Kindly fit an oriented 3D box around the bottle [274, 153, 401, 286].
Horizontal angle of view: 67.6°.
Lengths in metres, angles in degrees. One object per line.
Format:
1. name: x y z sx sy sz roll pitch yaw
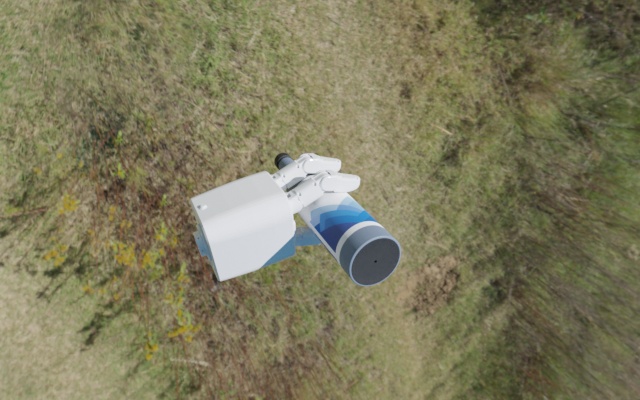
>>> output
1. bottle: 0.000 0.002 0.643 0.069 0.069 0.295 0 27 -28
